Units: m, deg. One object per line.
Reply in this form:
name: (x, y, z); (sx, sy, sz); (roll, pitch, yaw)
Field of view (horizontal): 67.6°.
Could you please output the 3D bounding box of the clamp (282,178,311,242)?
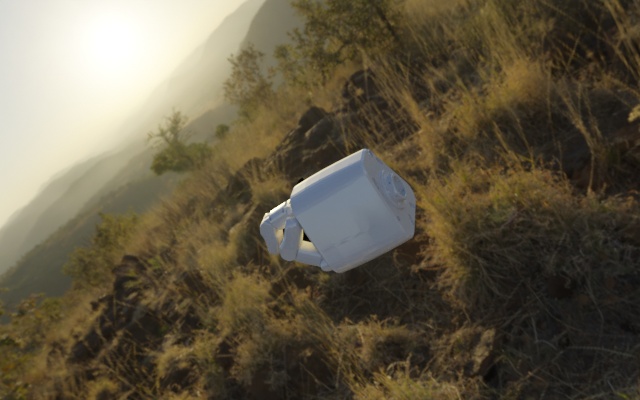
clamp: (0.000, 0.002, 0.660); (0.120, 0.039, 0.171); (-29, 27, 30)
